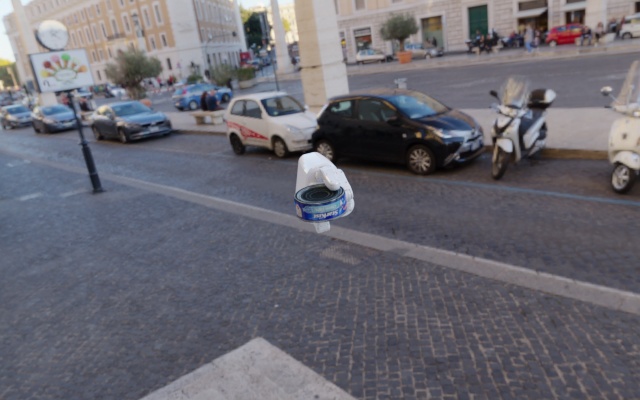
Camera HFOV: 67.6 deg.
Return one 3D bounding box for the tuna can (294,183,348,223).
[{"bbox_3d":[0.000,0.002,0.780,0.086,0.034,0.086,-6,24,3],"label":"tuna can"}]
